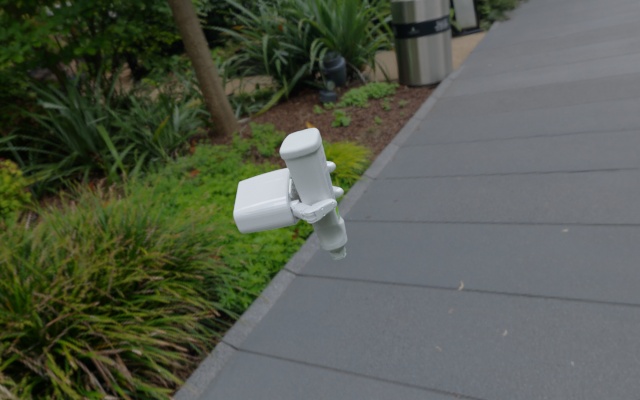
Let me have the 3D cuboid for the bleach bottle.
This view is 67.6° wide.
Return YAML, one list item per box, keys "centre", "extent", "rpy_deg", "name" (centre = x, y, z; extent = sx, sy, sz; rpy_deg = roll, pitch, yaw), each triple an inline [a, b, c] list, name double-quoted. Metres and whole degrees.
- centre: [0.000, 0.003, 0.863]
  extent: [0.068, 0.251, 0.102]
  rpy_deg: [-13, 25, 11]
  name: "bleach bottle"
